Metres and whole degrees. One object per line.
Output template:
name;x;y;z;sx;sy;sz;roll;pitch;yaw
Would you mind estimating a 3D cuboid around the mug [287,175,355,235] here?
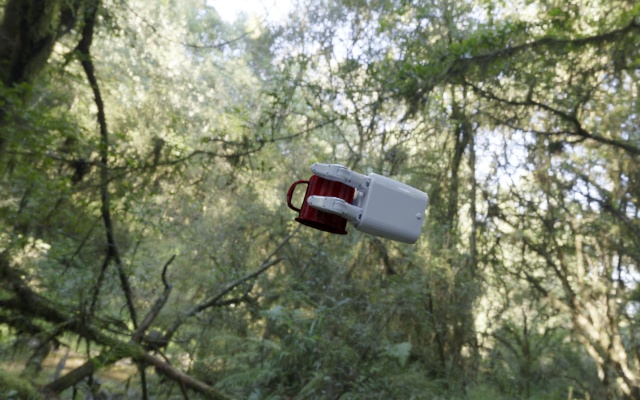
mug;-0.001;0.002;0.806;0.117;0.081;0.093;18;-11;-12
